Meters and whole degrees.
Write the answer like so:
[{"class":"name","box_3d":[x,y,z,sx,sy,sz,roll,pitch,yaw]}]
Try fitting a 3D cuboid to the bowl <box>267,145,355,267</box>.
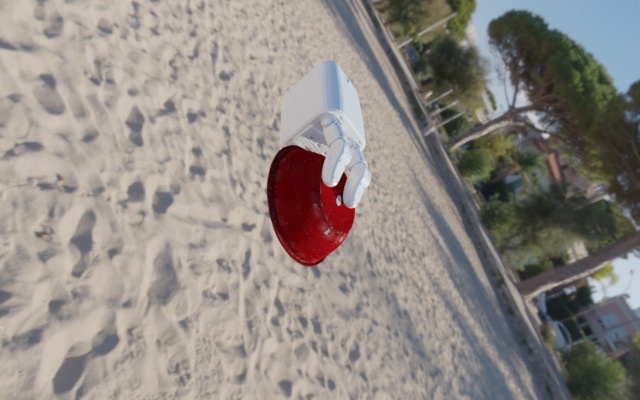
[{"class":"bowl","box_3d":[0.000,0.003,0.615,0.055,0.162,0.162,-11,-5,29]}]
